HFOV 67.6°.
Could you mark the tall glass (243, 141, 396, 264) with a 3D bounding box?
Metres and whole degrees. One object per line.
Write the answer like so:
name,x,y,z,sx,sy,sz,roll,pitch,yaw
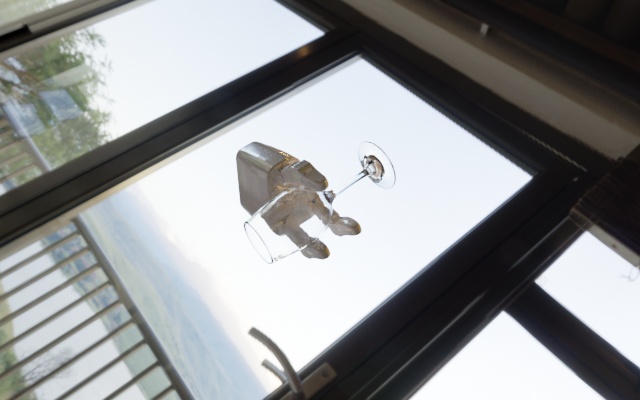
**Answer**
tall glass,0.001,0.002,0.620,0.201,0.079,0.079,-33,14,-22
